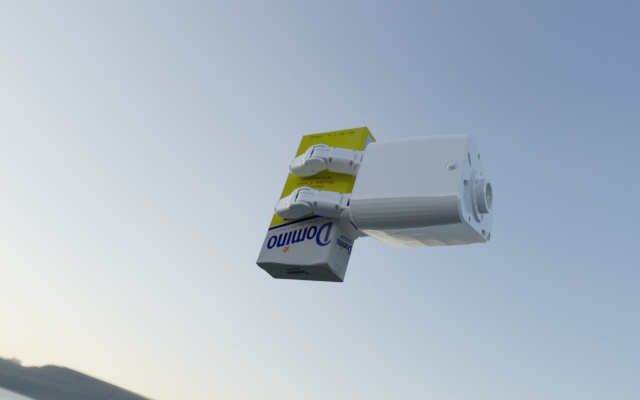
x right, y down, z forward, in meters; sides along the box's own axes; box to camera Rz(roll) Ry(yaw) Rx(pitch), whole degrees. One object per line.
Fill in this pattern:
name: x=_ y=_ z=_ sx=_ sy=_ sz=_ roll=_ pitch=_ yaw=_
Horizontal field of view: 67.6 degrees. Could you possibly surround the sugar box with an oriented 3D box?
sugar box: x=0.000 y=0.001 z=0.533 sx=0.093 sy=0.176 sz=0.048 roll=-4 pitch=-37 yaw=33
